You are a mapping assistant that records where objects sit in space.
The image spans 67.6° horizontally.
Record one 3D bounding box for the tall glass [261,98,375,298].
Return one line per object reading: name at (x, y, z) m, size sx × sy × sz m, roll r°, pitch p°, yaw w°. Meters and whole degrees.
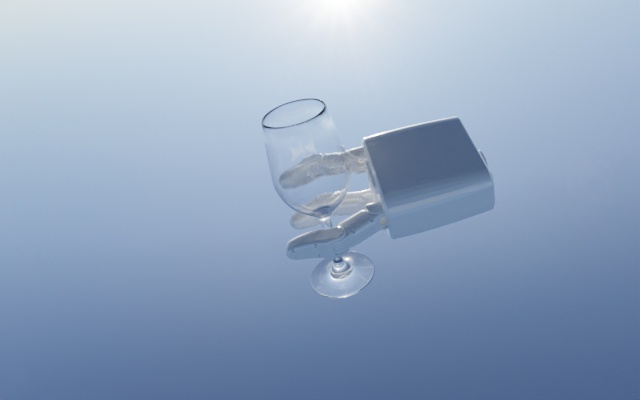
tall glass at (0.000, 0.002, 0.485) m, size 0.079 × 0.201 × 0.079 m, roll -12°, pitch 32°, yaw 8°
